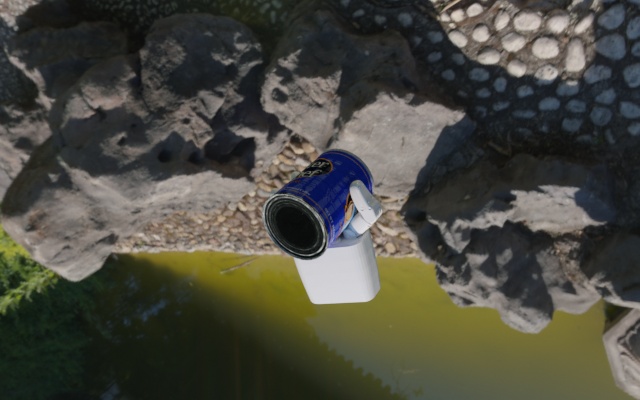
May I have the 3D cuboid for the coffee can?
[{"bbox_3d":[0.000,0.002,0.669,0.103,0.103,0.140,0,29,35],"label":"coffee can"}]
